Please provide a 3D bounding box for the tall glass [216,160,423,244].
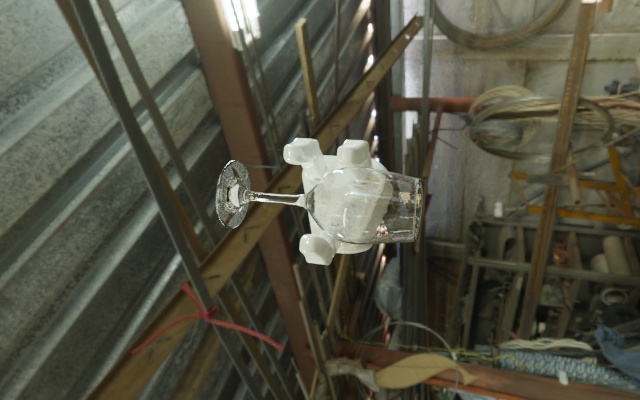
[{"bbox_3d":[-0.001,0.002,0.489,0.201,0.079,0.079,5,1,18],"label":"tall glass"}]
